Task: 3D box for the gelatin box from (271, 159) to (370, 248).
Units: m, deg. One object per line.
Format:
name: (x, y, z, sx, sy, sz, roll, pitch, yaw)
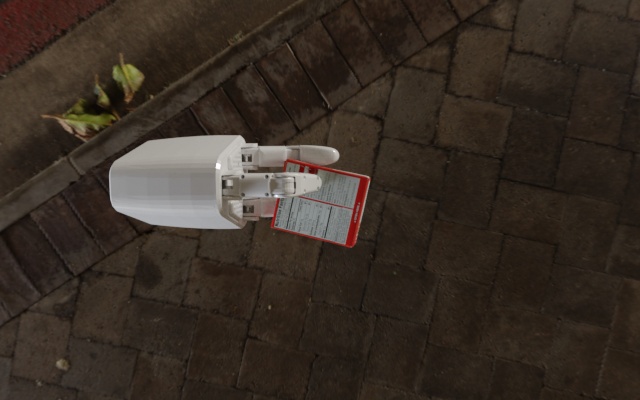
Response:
gelatin box: (0.000, 0.002, 0.490, 0.089, 0.073, 0.030, 13, 6, 9)
